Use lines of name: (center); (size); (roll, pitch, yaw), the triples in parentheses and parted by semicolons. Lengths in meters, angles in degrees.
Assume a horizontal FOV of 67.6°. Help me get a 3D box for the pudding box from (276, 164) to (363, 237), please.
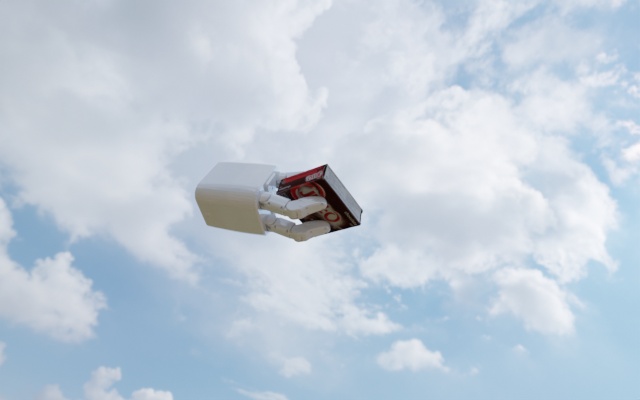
pudding box: (0.000, 0.002, 0.744); (0.090, 0.039, 0.113); (-17, -49, 32)
